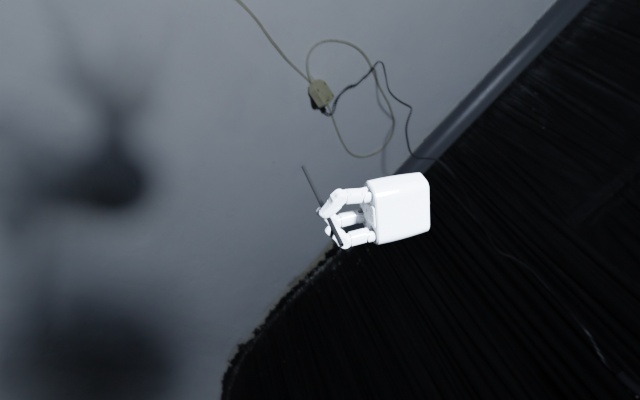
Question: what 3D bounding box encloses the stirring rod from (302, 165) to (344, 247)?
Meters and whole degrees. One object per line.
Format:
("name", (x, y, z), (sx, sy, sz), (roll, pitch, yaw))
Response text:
("stirring rod", (0.000, 0.003, 0.875), (0.011, 0.011, 0.239), (0, 36, -21))
